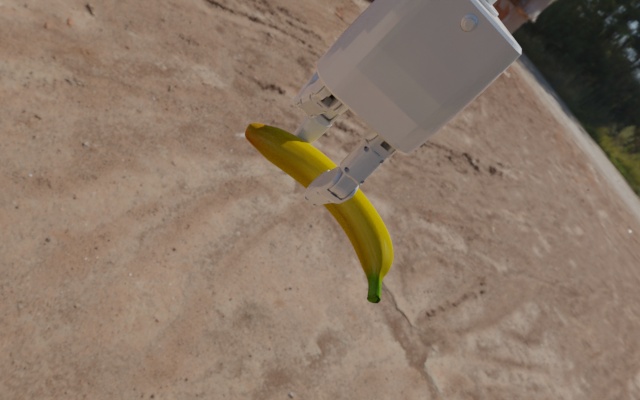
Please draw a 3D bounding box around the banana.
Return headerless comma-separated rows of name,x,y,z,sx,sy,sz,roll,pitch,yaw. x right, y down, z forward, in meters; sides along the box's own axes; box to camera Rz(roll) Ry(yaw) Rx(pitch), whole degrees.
banana,0.010,-0.002,0.448,0.037,0.198,0.069,-40,-2,32
